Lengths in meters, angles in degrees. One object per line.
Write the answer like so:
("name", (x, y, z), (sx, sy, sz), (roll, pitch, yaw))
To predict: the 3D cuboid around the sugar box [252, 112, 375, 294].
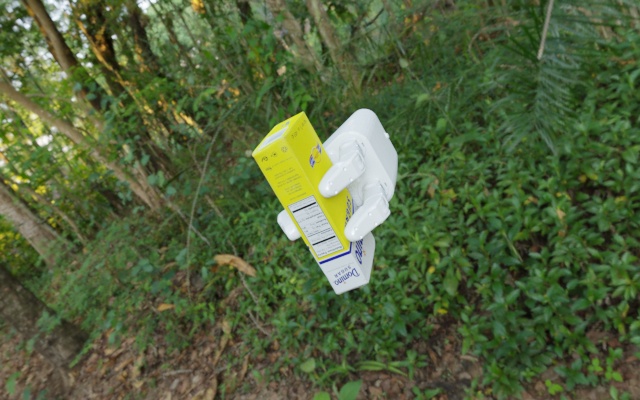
("sugar box", (0.001, 0.001, 0.509), (0.048, 0.176, 0.093), (-26, 19, 22))
